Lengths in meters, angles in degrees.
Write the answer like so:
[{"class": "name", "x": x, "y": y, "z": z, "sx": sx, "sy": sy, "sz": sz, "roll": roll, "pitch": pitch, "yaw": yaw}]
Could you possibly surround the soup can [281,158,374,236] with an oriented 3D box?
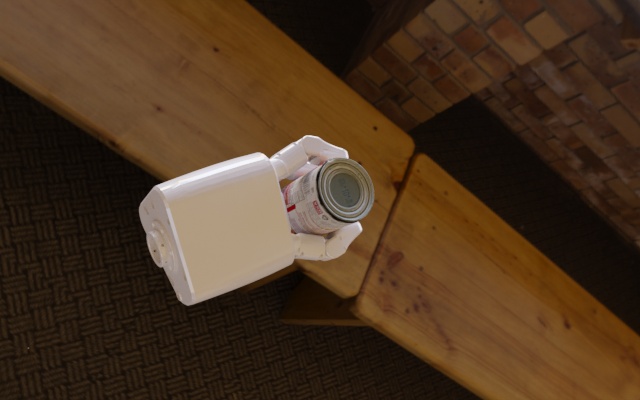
[{"class": "soup can", "x": 0.001, "y": 0.002, "z": 0.500, "sx": 0.068, "sy": 0.068, "sz": 0.102, "roll": 0, "pitch": -15, "yaw": -31}]
